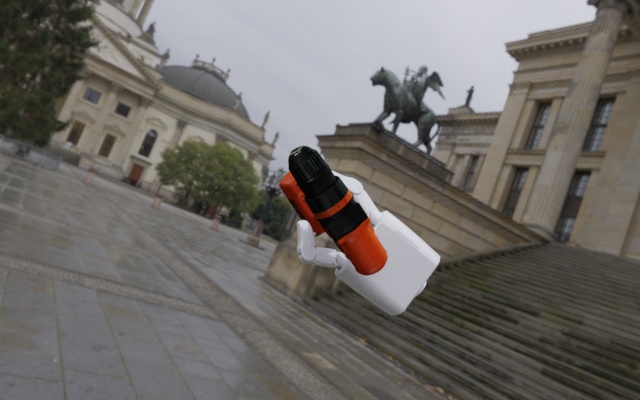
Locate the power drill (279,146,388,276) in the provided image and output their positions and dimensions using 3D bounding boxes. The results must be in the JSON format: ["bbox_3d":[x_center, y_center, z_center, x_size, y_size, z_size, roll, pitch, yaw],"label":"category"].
[{"bbox_3d":[0.000,0.002,0.634,0.057,0.184,0.187,-35,18,-7],"label":"power drill"}]
